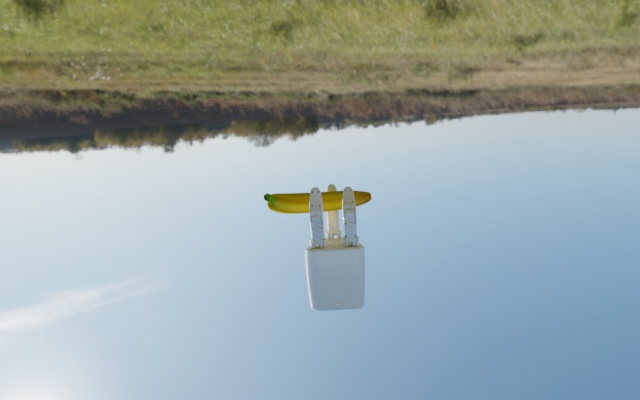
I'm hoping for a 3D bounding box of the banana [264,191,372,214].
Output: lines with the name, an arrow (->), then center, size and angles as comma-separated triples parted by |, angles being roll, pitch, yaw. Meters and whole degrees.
banana -> -0.010, 0.003, 0.829 | 0.198, 0.037, 0.069 | -3, 0, -23
